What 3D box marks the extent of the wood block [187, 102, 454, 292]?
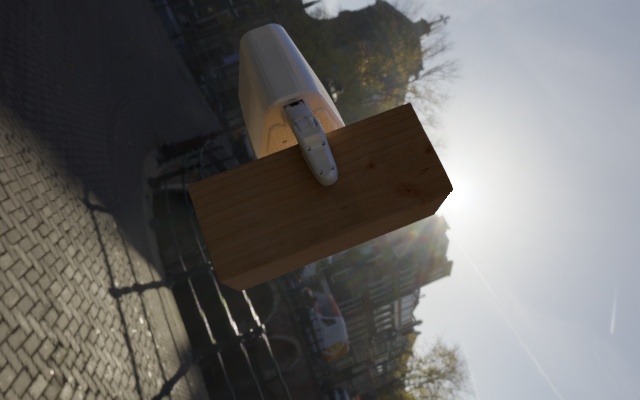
[{"bbox_3d":[0.000,0.001,0.437,0.206,0.090,0.091,-21,-16,-4],"label":"wood block"}]
